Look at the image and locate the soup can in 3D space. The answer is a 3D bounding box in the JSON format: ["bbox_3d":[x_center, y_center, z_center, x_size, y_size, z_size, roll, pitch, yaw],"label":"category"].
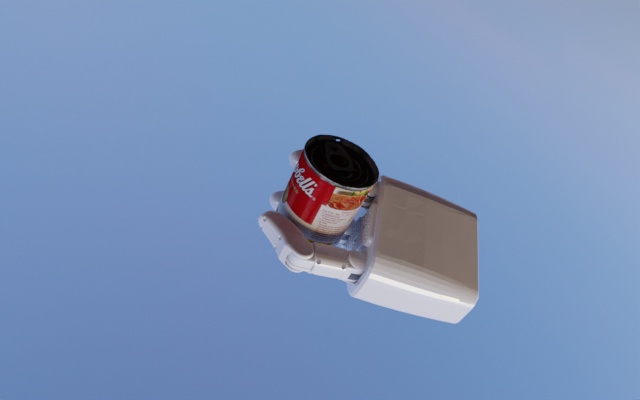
[{"bbox_3d":[-0.001,0.002,0.429,0.068,0.068,0.102,0,-44,-30],"label":"soup can"}]
